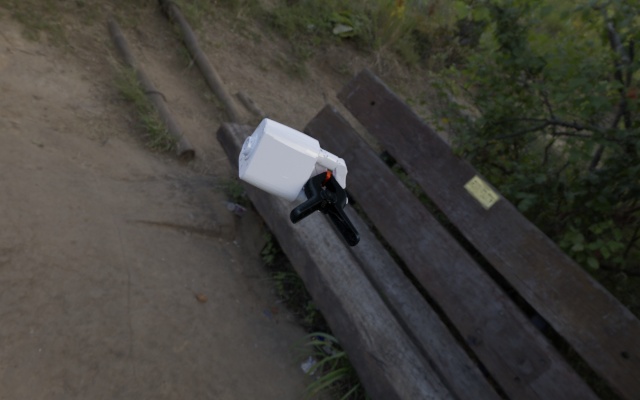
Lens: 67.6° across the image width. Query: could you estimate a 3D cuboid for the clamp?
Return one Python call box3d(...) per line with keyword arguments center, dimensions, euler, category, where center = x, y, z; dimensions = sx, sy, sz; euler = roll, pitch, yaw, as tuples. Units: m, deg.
box3d(center=(0.001, 0.002, 0.808), dimensions=(0.120, 0.039, 0.171), euler=(23, 29, -24), category="clamp")
